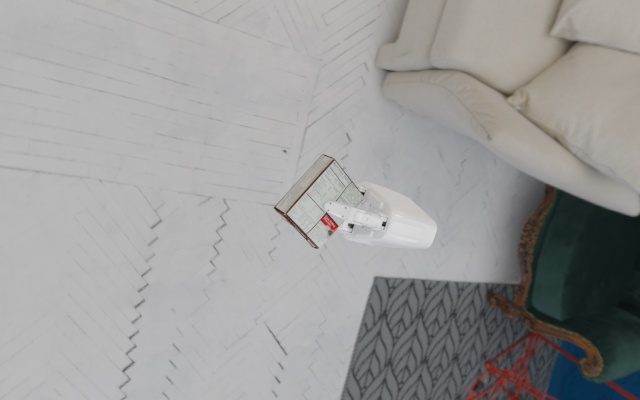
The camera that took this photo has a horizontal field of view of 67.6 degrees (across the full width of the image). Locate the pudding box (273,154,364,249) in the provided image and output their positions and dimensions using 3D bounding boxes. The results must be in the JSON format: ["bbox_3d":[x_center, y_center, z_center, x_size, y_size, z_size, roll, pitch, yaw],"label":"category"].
[{"bbox_3d":[0.000,0.002,0.708,0.090,0.113,0.039,49,-15,-32],"label":"pudding box"}]
